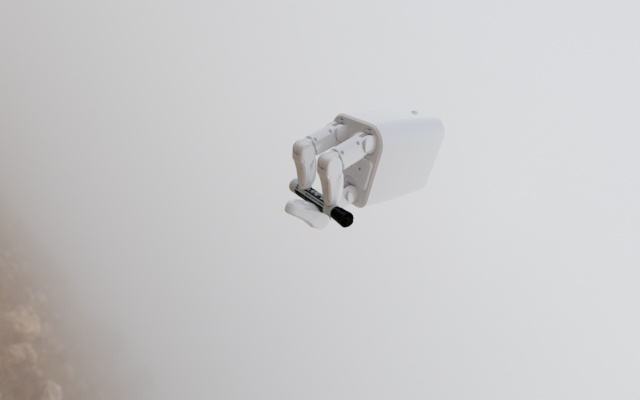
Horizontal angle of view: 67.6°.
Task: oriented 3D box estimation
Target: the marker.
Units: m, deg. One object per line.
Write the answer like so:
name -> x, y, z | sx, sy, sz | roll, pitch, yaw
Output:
marker -> 0.000, 0.002, 0.567 | 0.020, 0.020, 0.121 | 0, 21, -36
